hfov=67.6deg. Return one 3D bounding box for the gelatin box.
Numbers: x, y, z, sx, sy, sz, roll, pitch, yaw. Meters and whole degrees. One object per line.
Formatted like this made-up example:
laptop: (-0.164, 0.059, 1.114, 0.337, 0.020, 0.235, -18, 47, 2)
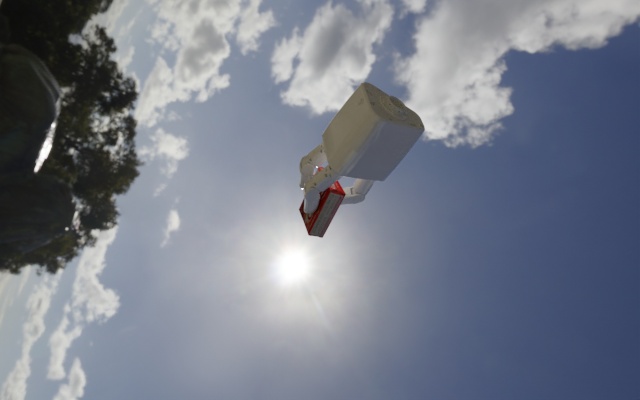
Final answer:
gelatin box: (0.000, 0.003, 0.763, 0.030, 0.089, 0.073, 13, 28, -25)
